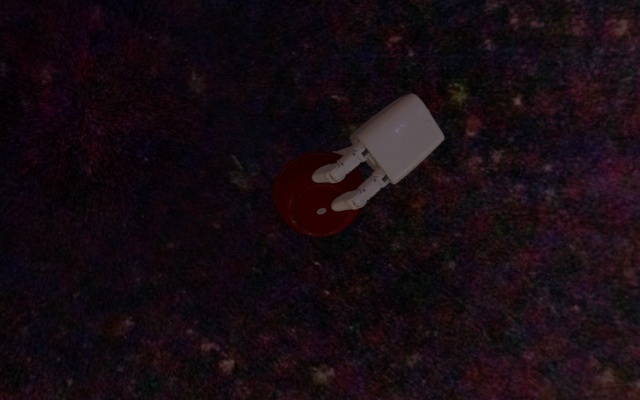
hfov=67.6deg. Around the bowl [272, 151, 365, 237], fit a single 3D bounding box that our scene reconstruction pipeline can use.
[{"bbox_3d":[-0.001,0.004,0.786,0.162,0.162,0.055,0,29,-4],"label":"bowl"}]
